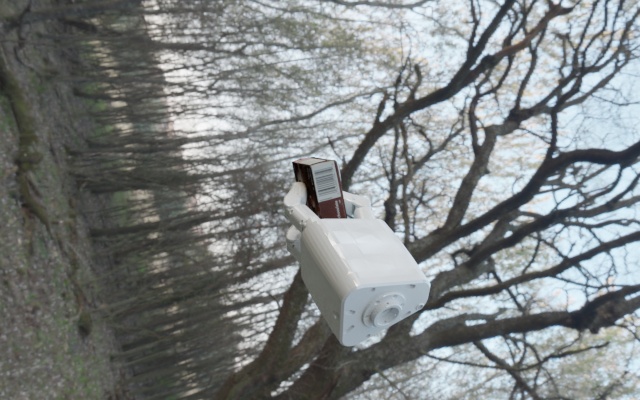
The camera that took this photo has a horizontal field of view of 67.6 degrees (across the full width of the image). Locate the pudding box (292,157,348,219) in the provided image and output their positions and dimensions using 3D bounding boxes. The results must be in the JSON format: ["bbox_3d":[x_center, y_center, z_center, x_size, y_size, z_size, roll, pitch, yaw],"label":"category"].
[{"bbox_3d":[0.000,0.002,0.619,0.039,0.113,0.090,-13,11,-17],"label":"pudding box"}]
